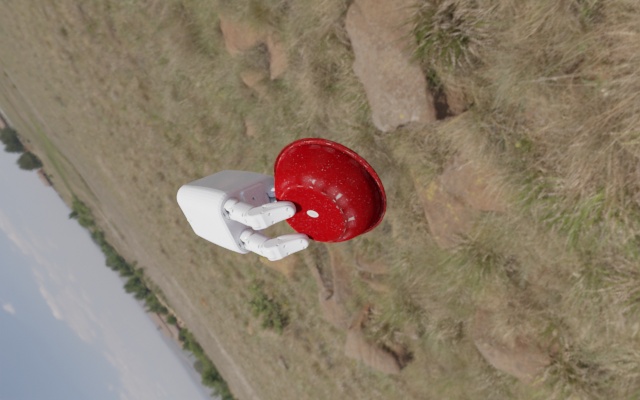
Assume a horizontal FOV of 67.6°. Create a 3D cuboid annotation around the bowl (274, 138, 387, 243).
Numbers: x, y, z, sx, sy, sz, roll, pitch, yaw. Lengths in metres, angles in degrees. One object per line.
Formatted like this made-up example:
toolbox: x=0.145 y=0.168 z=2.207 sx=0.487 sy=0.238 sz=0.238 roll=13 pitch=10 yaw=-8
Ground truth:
bowl: x=0.001 y=0.002 z=0.611 sx=0.162 sy=0.162 sz=0.055 roll=0 pitch=38 yaw=31
